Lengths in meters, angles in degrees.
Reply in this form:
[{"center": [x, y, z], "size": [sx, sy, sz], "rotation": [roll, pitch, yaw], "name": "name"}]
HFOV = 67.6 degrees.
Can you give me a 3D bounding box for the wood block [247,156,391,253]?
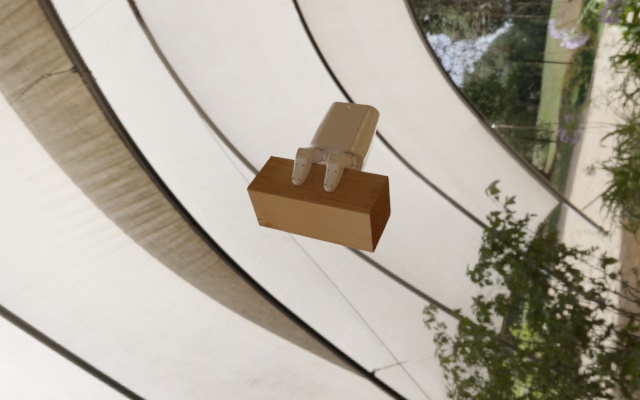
[{"center": [0.000, 0.002, 0.769], "size": [0.206, 0.091, 0.090], "rotation": [11, 49, 23], "name": "wood block"}]
